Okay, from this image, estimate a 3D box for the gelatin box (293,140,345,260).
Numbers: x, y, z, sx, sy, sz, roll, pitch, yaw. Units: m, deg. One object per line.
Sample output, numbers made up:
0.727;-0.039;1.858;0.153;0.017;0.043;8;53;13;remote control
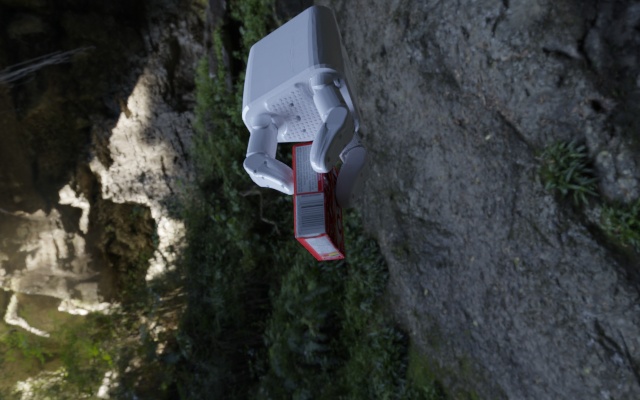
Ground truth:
0.000;0.002;0.427;0.030;0.089;0.073;-8;-23;12;gelatin box
